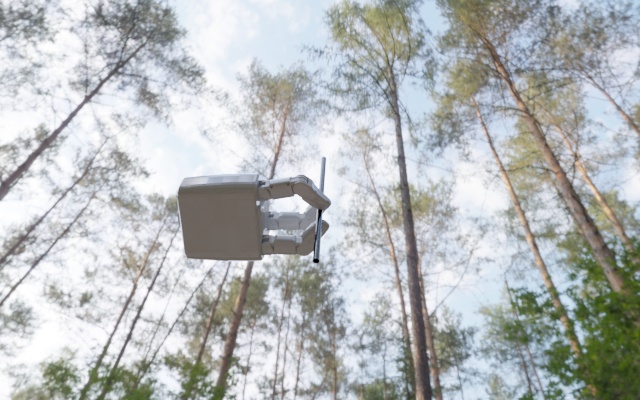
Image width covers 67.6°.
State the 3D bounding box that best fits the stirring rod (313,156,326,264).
[{"bbox_3d":[0.000,0.002,0.653,0.011,0.011,0.239,0,34,3],"label":"stirring rod"}]
